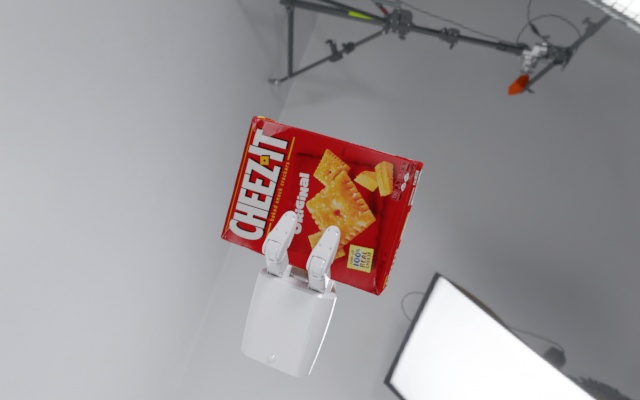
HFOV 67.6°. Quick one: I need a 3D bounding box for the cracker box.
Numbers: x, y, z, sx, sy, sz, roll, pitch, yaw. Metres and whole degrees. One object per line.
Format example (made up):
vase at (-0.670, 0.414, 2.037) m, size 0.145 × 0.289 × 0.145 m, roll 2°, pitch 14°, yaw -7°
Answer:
cracker box at (0.000, 0.002, 0.591) m, size 0.213 × 0.164 × 0.072 m, roll 18°, pitch 6°, yaw 14°
